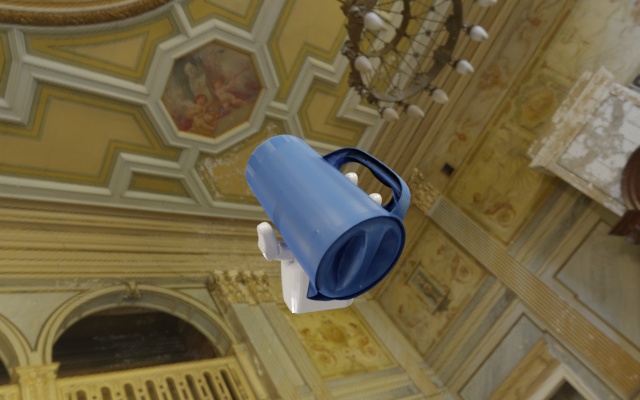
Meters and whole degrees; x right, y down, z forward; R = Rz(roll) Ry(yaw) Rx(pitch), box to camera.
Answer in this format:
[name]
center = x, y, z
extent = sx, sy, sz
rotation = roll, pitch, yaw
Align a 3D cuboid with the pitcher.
[pitcher]
center = 0.000, 0.002, 0.650
extent = 0.149, 0.145, 0.242
rotation = -18, 43, -25
